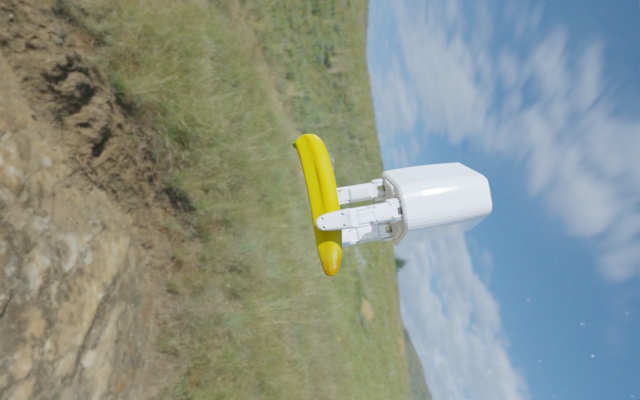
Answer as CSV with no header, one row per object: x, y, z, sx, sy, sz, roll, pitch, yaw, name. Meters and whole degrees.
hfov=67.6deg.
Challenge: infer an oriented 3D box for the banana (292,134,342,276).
0.000,-0.009,0.585,0.037,0.197,0.070,-10,-25,-7,banana
